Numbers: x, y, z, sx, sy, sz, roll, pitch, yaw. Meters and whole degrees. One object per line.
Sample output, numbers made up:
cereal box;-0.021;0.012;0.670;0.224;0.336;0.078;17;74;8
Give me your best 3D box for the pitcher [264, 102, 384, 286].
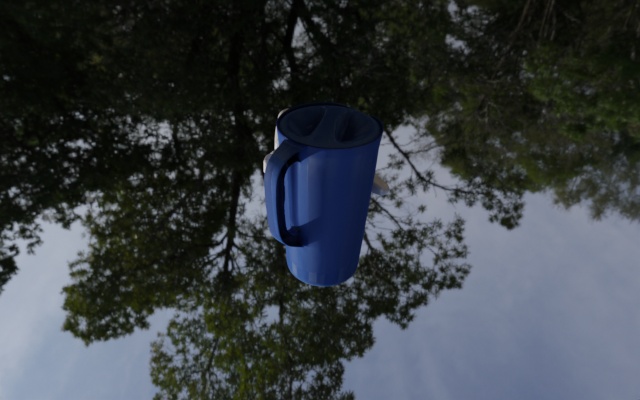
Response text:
pitcher;0.000;0.002;0.650;0.149;0.243;0.145;-1;34;-6
